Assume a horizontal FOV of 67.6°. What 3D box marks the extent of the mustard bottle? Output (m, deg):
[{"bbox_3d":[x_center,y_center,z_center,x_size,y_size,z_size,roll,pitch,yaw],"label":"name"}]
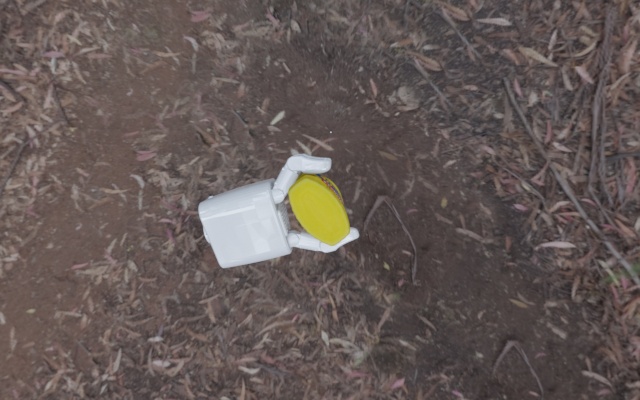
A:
[{"bbox_3d":[0.000,0.002,0.696,0.058,0.096,0.191,-40,6,6],"label":"mustard bottle"}]
